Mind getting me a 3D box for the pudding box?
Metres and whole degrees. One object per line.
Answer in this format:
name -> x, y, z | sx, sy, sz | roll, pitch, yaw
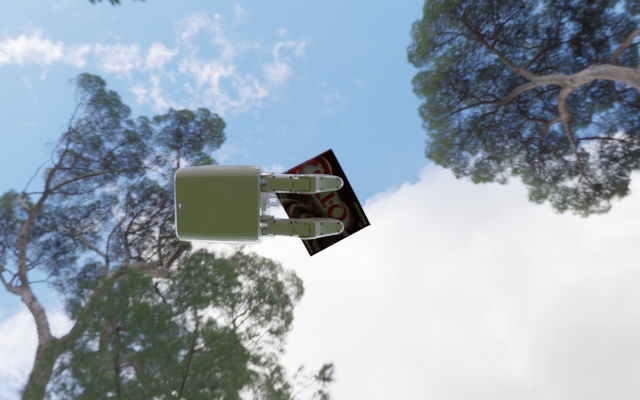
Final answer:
pudding box -> 0.000, 0.002, 0.618 | 0.090, 0.113, 0.039 | -28, 7, 2
